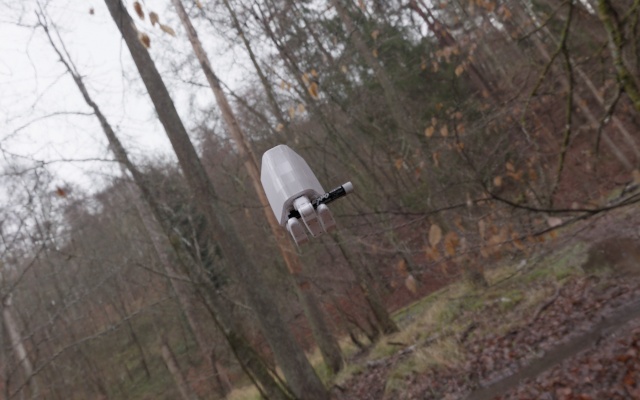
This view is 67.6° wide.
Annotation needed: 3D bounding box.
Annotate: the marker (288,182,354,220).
[{"bbox_3d":[0.000,0.003,0.810,0.121,0.020,0.020,-26,2,-5],"label":"marker"}]
